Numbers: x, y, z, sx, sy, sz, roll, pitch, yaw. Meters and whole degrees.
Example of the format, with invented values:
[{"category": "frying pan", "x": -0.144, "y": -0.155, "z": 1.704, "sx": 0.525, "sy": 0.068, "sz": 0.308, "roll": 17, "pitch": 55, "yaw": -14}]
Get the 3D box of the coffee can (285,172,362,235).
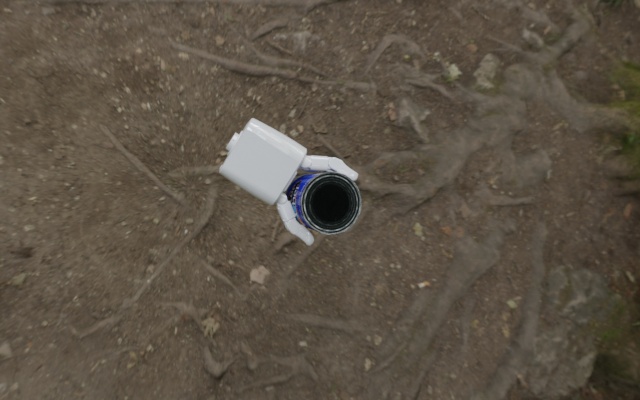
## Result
[{"category": "coffee can", "x": 0.000, "y": 0.003, "z": 0.831, "sx": 0.103, "sy": 0.103, "sz": 0.140, "roll": 0, "pitch": 2, "yaw": -15}]
